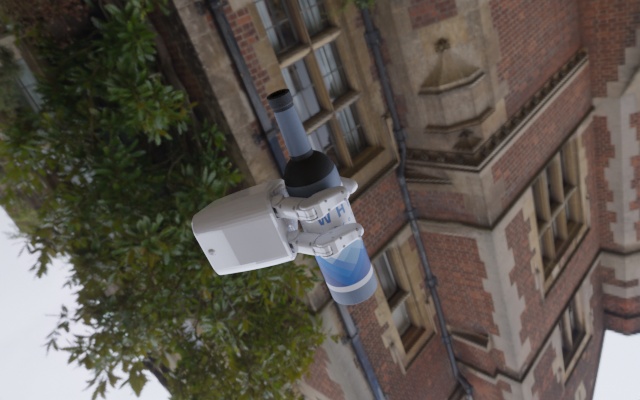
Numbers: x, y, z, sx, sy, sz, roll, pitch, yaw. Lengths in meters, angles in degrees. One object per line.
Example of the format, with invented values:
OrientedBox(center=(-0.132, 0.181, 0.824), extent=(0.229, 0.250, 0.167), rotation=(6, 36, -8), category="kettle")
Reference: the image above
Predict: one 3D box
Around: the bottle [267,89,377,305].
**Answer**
OrientedBox(center=(0.000, 0.002, 0.600), extent=(0.069, 0.296, 0.069), rotation=(-17, 29, 9), category="bottle")
